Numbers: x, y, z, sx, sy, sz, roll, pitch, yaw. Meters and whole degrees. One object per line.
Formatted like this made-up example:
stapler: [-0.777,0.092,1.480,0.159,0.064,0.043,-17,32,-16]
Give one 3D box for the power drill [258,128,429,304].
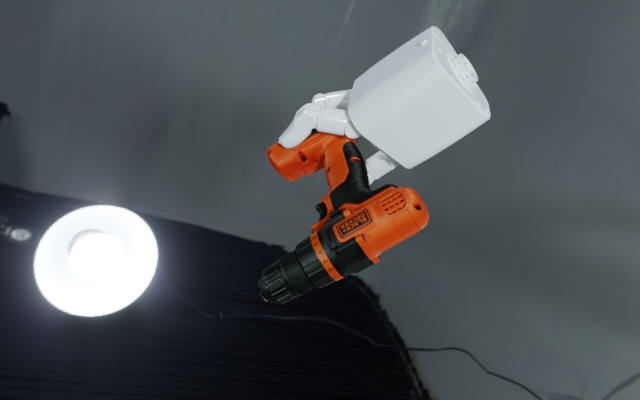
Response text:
power drill: [0.000,0.001,0.514,0.184,0.187,0.057,-29,-41,7]
